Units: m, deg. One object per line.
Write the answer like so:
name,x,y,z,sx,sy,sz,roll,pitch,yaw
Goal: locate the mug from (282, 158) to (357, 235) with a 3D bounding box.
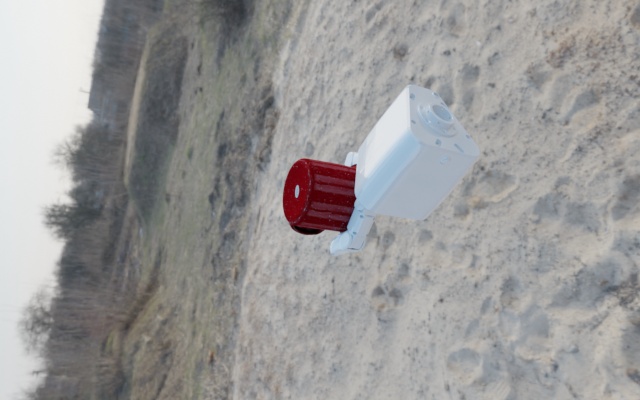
mug,-0.001,0.003,0.591,0.081,0.093,0.117,9,-43,-27
